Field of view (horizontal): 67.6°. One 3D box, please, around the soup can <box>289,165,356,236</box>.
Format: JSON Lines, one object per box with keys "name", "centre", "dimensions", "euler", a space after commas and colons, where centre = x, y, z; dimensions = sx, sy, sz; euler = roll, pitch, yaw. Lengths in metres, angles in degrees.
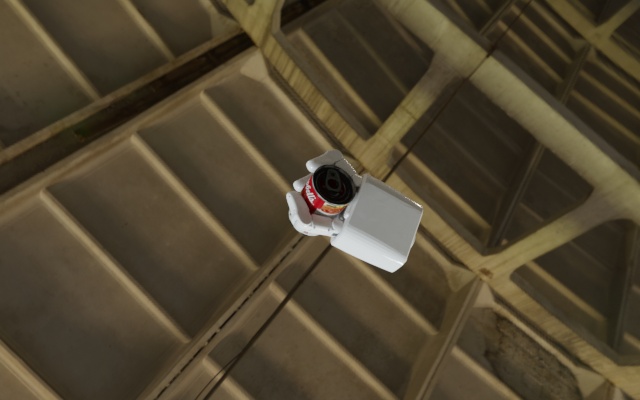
{"name": "soup can", "centre": [0.000, 0.002, 0.713], "dimensions": [0.068, 0.068, 0.102], "euler": [0, -30, -27]}
